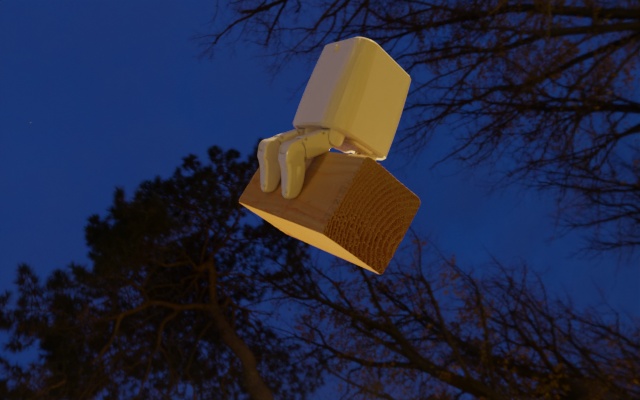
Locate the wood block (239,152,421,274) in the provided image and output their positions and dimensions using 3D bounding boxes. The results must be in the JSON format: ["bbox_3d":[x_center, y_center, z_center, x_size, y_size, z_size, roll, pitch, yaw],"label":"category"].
[{"bbox_3d":[0.000,0.002,0.550,0.091,0.090,0.206,36,-11,-30],"label":"wood block"}]
